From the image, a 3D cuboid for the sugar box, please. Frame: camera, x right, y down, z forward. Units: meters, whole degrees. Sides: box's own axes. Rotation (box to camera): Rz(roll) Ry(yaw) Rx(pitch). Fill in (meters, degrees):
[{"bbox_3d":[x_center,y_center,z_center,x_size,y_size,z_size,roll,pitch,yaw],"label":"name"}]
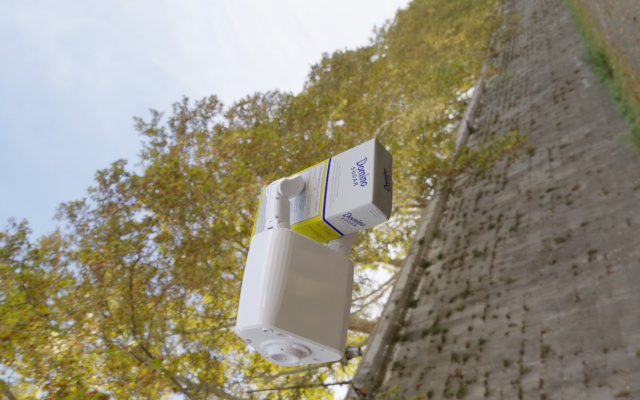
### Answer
[{"bbox_3d":[0.000,0.002,0.561,0.176,0.093,0.048,-19,-43,32],"label":"sugar box"}]
